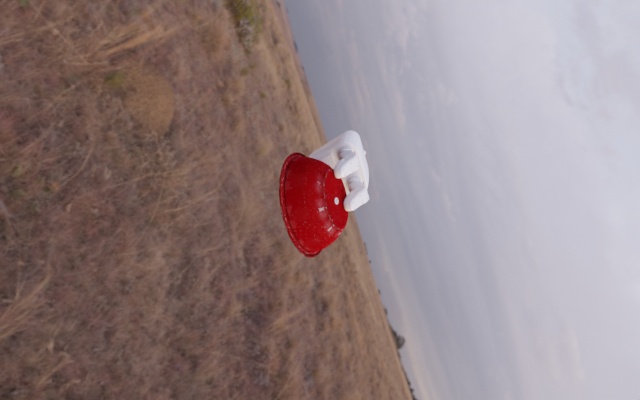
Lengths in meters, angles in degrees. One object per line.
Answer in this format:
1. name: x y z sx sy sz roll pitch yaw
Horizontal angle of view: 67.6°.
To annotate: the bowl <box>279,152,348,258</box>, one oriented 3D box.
1. bowl: 0.000 0.003 0.716 0.055 0.162 0.162 -9 -4 24
